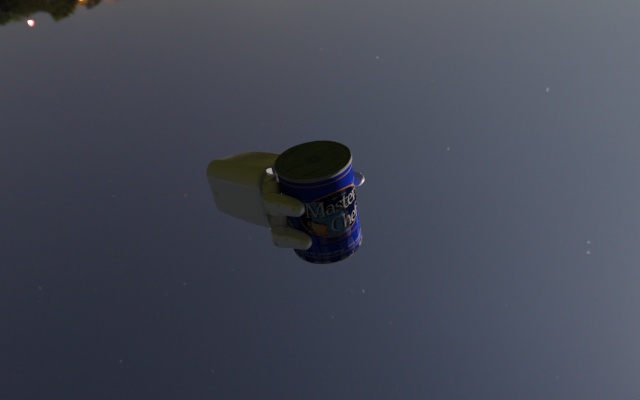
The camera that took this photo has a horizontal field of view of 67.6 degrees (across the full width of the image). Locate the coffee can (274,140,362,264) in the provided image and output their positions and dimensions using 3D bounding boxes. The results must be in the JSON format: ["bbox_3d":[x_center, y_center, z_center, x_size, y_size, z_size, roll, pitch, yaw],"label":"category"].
[{"bbox_3d":[0.000,0.002,0.664,0.103,0.140,0.102,-7,33,5],"label":"coffee can"}]
